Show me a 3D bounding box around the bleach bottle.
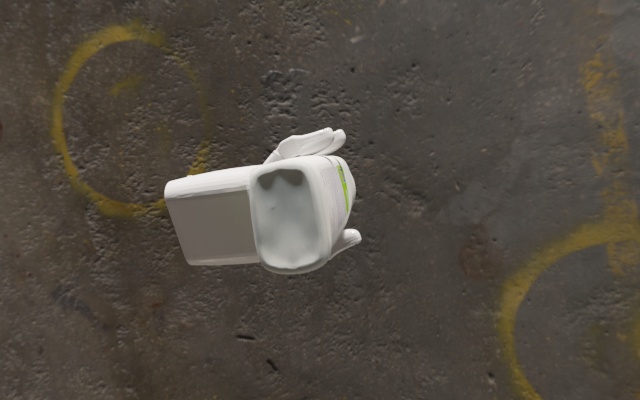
[{"bbox_3d":[0.000,0.002,0.526,0.068,0.102,0.251,-7,4,14],"label":"bleach bottle"}]
